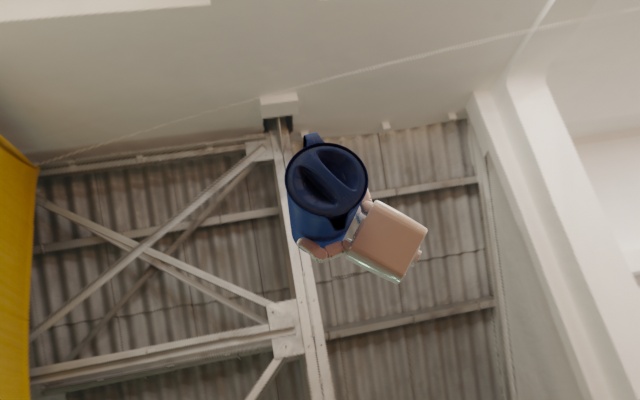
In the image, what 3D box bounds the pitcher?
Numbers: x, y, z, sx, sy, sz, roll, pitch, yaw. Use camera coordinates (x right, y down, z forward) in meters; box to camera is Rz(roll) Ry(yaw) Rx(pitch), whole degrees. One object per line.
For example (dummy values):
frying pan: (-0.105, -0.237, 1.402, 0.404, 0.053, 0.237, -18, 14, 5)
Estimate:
pitcher: (0.000, 0.003, 0.859, 0.145, 0.149, 0.243, 27, -23, 8)
